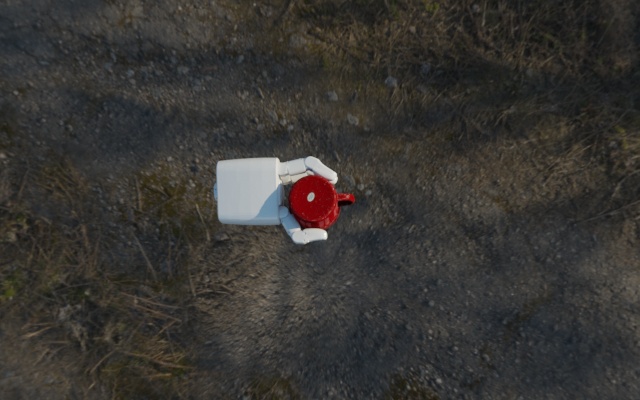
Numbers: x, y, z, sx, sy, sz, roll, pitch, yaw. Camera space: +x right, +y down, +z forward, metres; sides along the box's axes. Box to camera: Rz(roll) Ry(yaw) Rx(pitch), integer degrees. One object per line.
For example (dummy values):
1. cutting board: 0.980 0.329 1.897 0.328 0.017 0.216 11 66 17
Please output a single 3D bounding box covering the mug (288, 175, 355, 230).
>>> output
1. mug: 0.002 0.003 0.821 0.117 0.093 0.081 -3 -10 2
